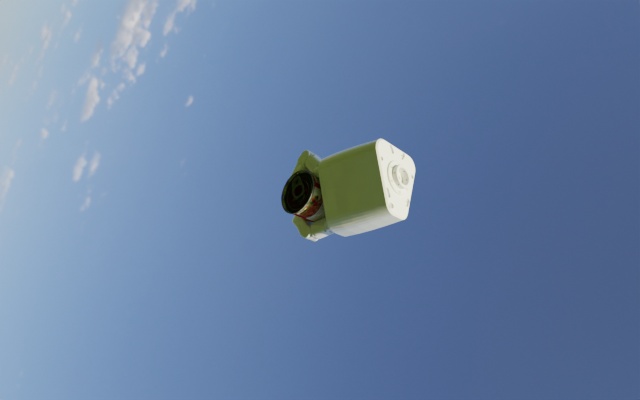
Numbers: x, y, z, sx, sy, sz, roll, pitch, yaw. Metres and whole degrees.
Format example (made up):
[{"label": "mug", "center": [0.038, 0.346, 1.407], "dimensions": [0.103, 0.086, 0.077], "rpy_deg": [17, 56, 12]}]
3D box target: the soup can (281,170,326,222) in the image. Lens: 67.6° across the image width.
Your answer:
[{"label": "soup can", "center": [0.000, 0.003, 0.731], "dimensions": [0.068, 0.068, 0.102], "rpy_deg": [0, -18, 46]}]
